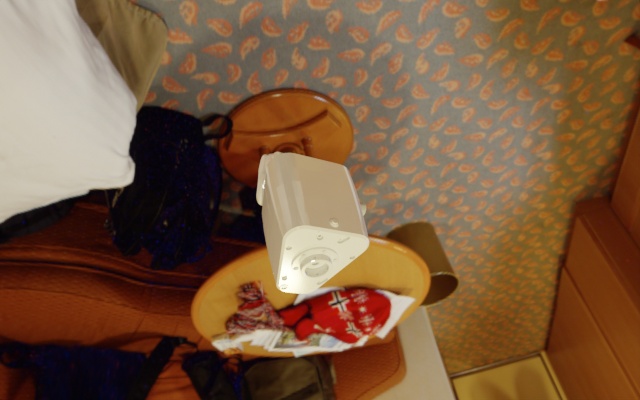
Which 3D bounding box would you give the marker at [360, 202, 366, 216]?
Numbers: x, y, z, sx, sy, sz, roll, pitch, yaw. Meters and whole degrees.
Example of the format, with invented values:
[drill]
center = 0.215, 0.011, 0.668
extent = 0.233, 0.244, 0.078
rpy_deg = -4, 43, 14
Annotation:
[marker]
center = 0.000, 0.002, 0.585
extent = 0.121, 0.020, 0.020
rpy_deg = 10, -5, -25
